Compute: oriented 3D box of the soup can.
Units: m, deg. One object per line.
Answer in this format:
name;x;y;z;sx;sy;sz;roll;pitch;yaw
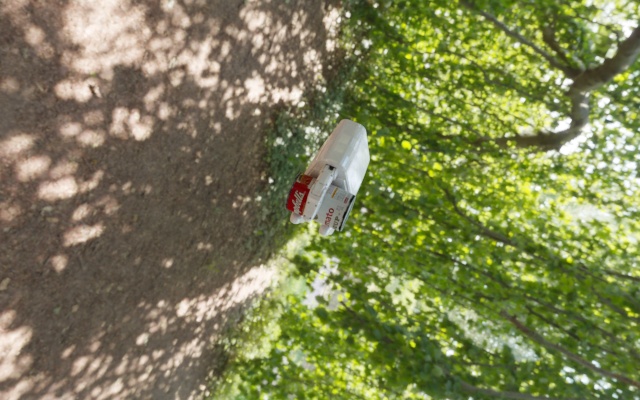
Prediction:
soup can;0.000;0.003;0.802;0.102;0.068;0.068;23;3;8
